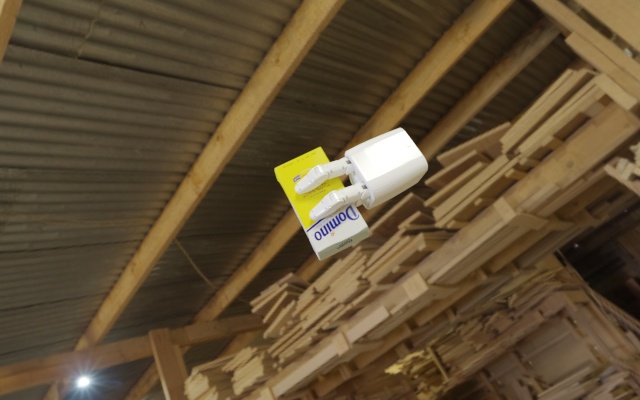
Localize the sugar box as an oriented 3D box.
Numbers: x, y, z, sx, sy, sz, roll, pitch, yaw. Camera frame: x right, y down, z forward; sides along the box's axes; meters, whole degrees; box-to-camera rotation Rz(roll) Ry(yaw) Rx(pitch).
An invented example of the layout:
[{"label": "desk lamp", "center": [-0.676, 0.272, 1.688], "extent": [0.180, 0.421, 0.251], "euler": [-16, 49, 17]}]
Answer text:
[{"label": "sugar box", "center": [0.000, 0.002, 0.801], "extent": [0.093, 0.176, 0.048], "euler": [-27, -29, -6]}]
